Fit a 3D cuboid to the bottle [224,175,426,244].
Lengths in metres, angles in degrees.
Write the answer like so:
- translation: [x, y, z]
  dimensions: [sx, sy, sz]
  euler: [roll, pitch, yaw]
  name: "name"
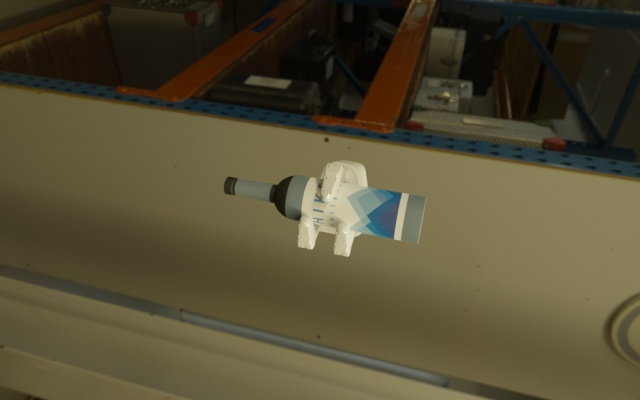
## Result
- translation: [0.000, 0.002, 0.696]
  dimensions: [0.295, 0.069, 0.069]
  euler: [10, 2, 12]
  name: "bottle"
